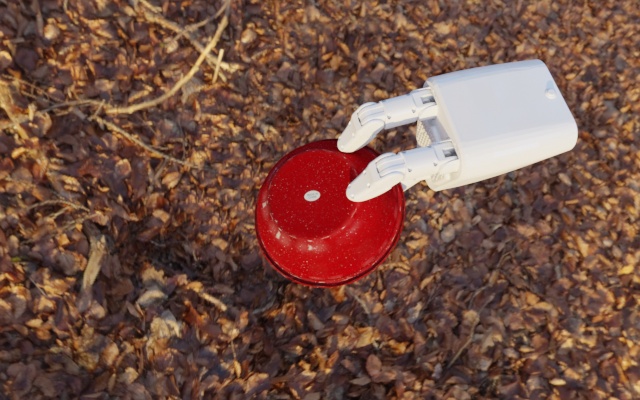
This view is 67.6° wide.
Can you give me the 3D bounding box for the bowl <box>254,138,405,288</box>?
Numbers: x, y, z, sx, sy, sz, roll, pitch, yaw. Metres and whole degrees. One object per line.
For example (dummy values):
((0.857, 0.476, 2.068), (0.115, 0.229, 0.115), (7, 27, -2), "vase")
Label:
((-0.001, 0.002, 0.471), (0.162, 0.162, 0.055), (0, -18, 16), "bowl")
